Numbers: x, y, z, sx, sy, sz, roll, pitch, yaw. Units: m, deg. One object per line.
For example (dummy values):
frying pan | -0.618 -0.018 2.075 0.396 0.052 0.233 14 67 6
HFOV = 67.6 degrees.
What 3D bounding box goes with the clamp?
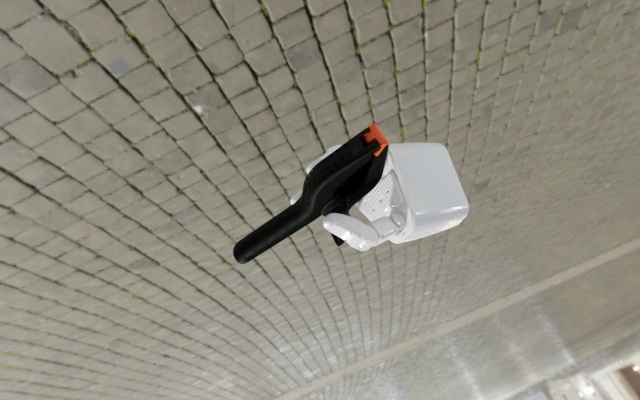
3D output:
clamp | 0.001 0.002 0.522 0.164 0.036 0.210 -11 -31 -35
